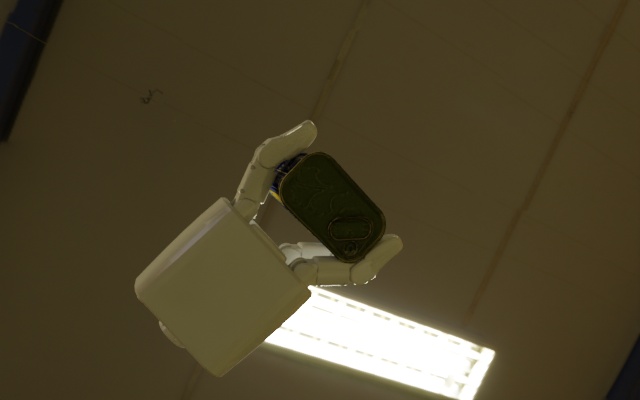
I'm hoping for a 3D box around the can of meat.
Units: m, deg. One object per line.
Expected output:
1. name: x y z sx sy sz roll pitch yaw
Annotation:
1. can of meat: 0.000 0.001 0.442 0.102 0.057 0.084 46 -7 -19
